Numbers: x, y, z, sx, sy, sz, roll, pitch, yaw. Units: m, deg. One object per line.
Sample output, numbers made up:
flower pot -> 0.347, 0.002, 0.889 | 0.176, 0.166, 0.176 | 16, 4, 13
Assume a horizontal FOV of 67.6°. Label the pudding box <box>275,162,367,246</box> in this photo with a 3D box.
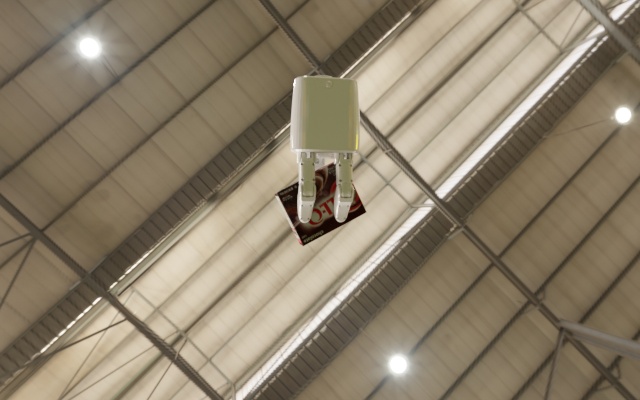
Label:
pudding box -> 0.000, 0.002, 0.717 | 0.113, 0.090, 0.039 | -28, 8, -8
